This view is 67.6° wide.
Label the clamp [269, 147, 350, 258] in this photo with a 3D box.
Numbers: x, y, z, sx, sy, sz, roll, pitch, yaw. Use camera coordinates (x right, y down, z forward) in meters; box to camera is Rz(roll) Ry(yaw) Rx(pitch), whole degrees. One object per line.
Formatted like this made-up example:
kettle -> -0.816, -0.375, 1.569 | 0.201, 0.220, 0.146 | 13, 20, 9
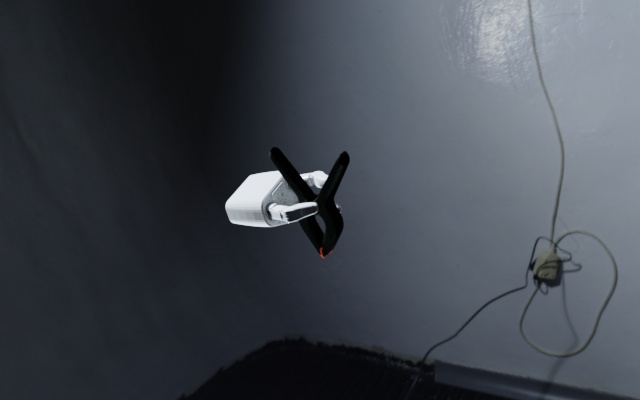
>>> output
clamp -> 0.000, 0.004, 0.823 | 0.164, 0.210, 0.036 | 1, 25, 41
